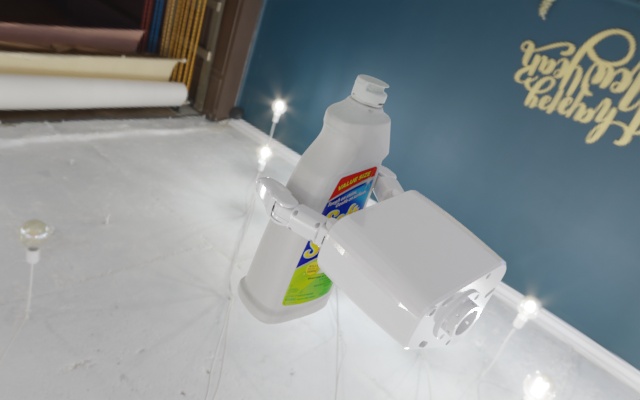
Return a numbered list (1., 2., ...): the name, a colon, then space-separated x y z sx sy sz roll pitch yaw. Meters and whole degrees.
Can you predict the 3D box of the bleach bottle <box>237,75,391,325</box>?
1. bleach bottle: 0.000 0.002 0.465 0.102 0.251 0.068 -4 35 -42
